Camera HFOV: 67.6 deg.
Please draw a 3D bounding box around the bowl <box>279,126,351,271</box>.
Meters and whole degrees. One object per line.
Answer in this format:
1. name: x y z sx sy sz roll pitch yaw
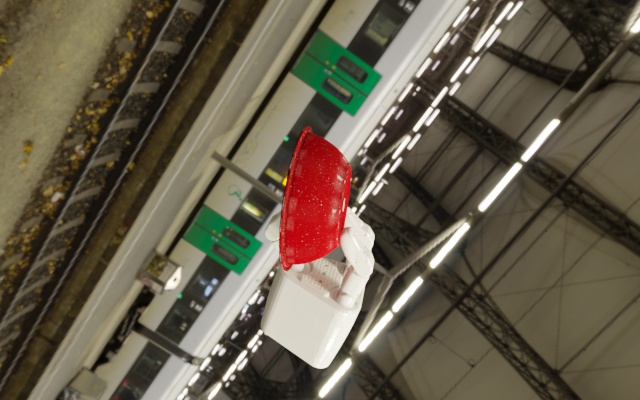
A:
1. bowl: 0.001 0.001 0.526 0.055 0.162 0.162 8 1 7
